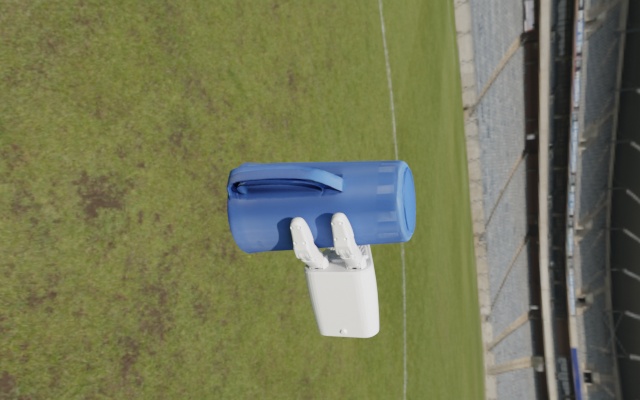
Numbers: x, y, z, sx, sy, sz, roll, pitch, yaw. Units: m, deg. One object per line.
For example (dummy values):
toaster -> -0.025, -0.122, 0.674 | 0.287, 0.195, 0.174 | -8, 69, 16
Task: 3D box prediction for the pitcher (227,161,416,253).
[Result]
pitcher -> 0.000, 0.002, 0.655 | 0.243, 0.145, 0.149 | -3, 18, 19
